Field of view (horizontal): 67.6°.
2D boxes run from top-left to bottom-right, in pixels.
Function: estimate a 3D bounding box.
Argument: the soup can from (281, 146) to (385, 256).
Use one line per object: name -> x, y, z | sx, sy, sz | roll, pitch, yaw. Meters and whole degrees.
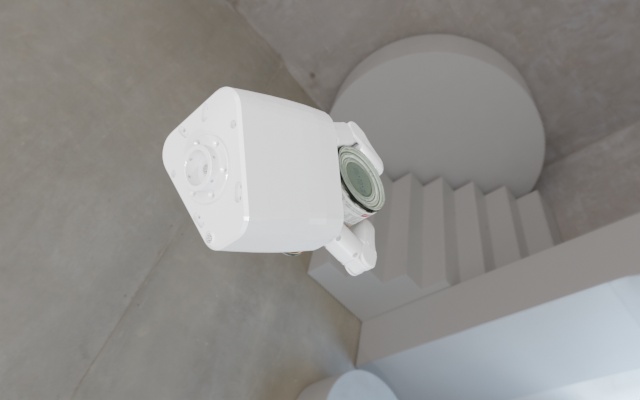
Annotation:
soup can -> 0.001, 0.001, 0.447 | 0.102, 0.068, 0.068 | -31, -18, 32
